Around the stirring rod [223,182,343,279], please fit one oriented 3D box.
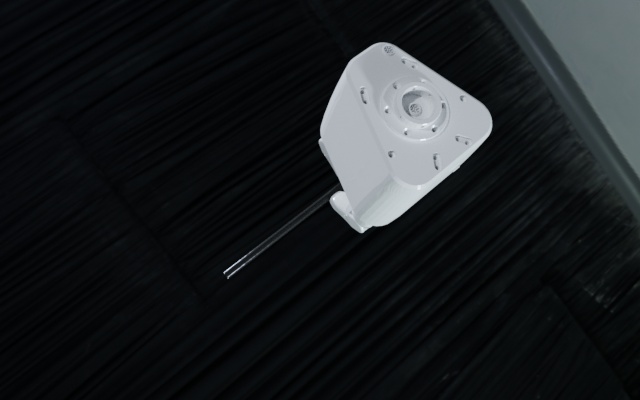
[{"bbox_3d":[0.000,0.001,0.494,0.239,0.011,0.011,-38,12,-15],"label":"stirring rod"}]
